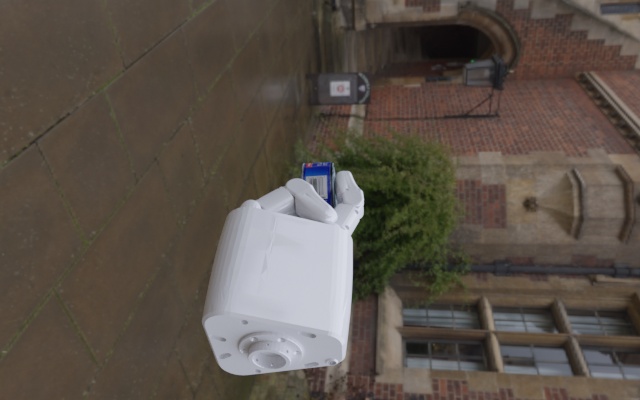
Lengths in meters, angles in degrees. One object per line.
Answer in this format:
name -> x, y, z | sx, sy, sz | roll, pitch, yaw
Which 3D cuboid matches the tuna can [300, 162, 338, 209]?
tuna can -> 0.001, 0.002, 0.511 | 0.034, 0.086, 0.086 | -3, 0, 4
